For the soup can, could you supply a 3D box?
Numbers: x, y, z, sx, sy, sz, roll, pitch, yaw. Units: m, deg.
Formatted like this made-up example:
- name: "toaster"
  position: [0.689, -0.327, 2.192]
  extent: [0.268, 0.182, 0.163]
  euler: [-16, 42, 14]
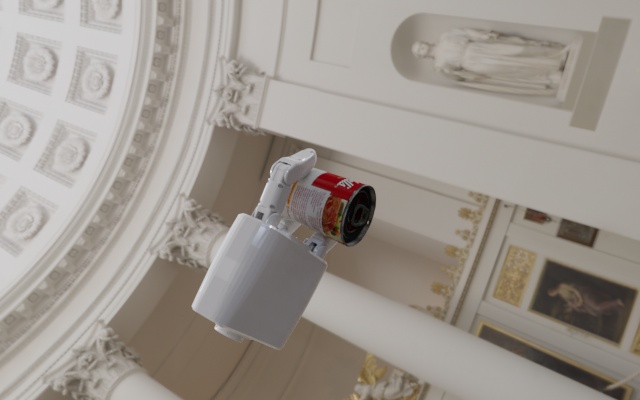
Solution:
- name: "soup can"
  position: [0.000, 0.001, 0.522]
  extent: [0.102, 0.068, 0.068]
  euler: [20, 10, 30]
